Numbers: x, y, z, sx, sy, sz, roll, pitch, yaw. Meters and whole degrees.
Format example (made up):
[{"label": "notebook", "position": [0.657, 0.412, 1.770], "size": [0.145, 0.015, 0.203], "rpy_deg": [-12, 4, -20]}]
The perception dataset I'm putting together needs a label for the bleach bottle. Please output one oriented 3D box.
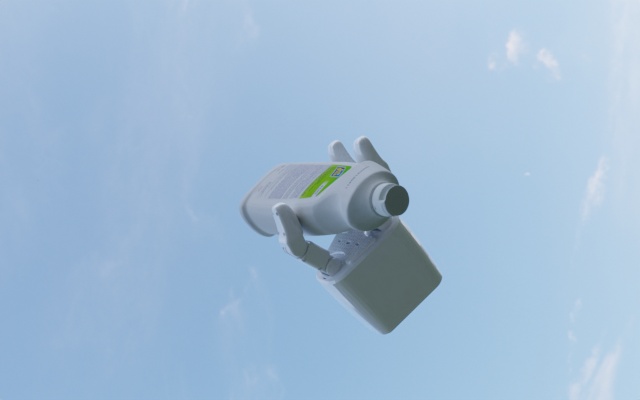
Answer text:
[{"label": "bleach bottle", "position": [0.000, 0.002, 0.533], "size": [0.068, 0.102, 0.251], "rpy_deg": [49, -21, -23]}]
